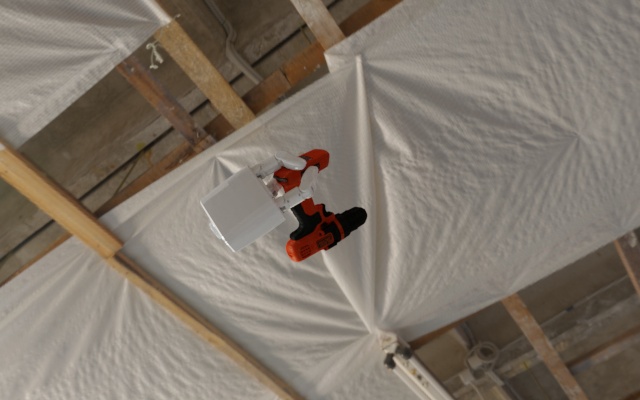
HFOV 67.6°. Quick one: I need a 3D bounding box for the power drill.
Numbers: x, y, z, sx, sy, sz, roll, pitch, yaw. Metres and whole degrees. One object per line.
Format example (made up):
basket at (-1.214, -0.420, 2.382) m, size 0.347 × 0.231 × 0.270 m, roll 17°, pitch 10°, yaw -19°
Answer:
power drill at (0.000, 0.003, 0.898) m, size 0.184 × 0.188 × 0.057 m, roll -28°, pitch 26°, yaw -26°
